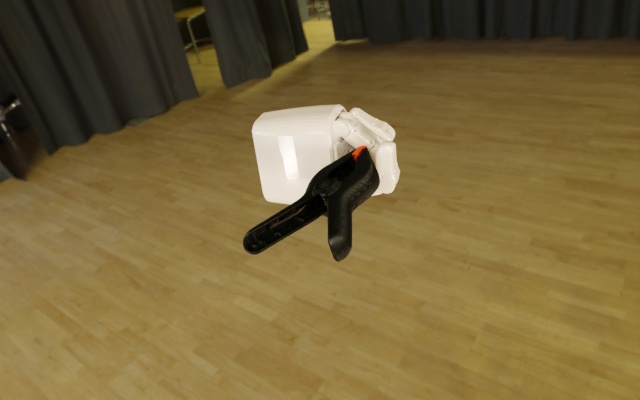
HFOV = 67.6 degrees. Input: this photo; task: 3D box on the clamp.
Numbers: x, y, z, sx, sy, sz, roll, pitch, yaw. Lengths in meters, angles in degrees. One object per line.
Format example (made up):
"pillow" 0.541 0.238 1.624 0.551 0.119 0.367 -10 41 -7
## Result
"clamp" 0.000 0.001 0.481 0.120 0.039 0.171 -1 33 28
